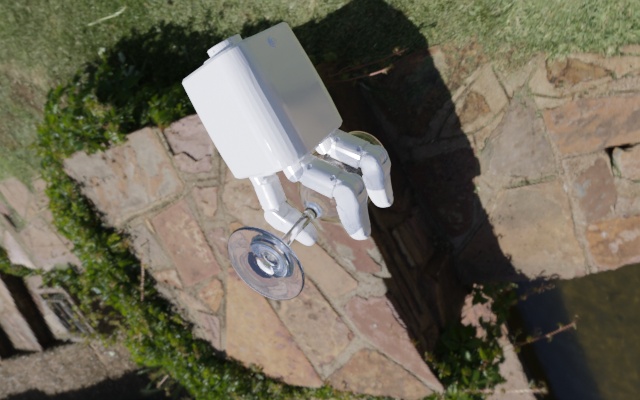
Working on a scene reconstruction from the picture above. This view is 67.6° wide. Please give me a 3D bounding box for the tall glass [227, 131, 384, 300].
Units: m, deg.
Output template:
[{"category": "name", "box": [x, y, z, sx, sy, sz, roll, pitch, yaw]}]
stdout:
[{"category": "tall glass", "box": [0.000, 0.002, 0.460, 0.079, 0.079, 0.201, 0, 31, 33]}]
